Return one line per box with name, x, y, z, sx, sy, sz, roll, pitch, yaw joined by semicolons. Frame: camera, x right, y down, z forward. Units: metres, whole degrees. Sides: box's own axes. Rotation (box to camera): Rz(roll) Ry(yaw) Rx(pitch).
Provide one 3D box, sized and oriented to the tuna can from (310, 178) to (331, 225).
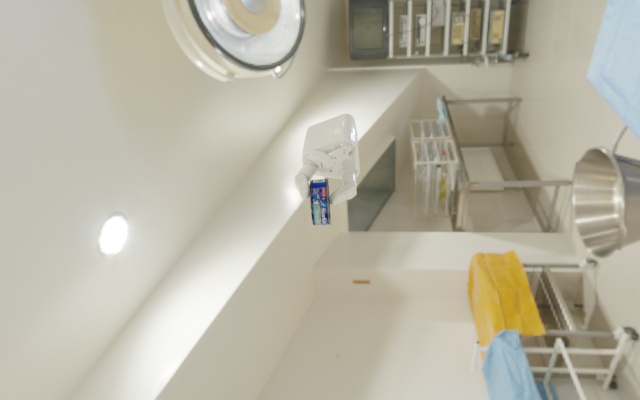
tuna can;0.000;0.003;0.880;0.034;0.086;0.086;-4;0;2
